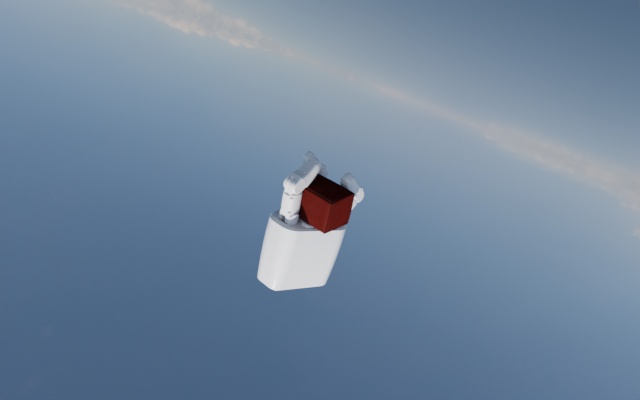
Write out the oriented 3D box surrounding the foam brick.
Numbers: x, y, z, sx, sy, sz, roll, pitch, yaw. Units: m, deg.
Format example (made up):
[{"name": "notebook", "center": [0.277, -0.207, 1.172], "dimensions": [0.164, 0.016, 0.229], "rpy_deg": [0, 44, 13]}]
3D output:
[{"name": "foam brick", "center": [0.000, 0.002, 0.673], "dimensions": [0.078, 0.051, 0.053], "rpy_deg": [30, 33, 33]}]
